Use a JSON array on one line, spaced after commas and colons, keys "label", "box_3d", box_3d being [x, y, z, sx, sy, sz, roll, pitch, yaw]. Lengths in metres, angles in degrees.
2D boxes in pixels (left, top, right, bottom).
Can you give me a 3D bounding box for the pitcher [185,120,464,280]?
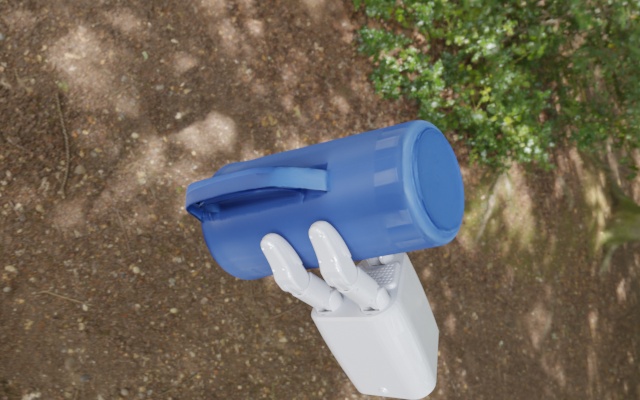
[{"label": "pitcher", "box_3d": [0.000, 0.002, 0.461, 0.243, 0.145, 0.149, -13, 23, 38]}]
